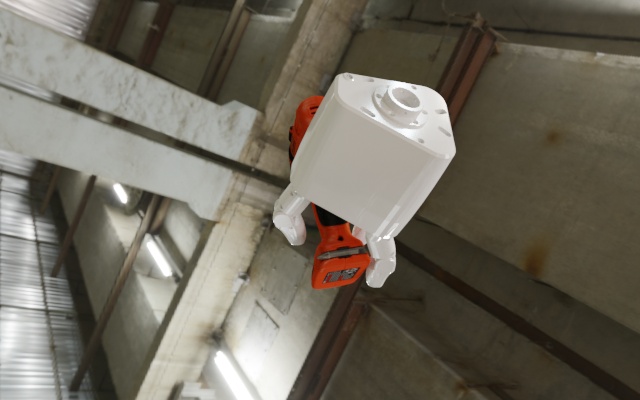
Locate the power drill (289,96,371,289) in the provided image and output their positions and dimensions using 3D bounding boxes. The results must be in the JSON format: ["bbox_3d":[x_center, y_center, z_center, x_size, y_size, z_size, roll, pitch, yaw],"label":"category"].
[{"bbox_3d":[0.000,0.002,0.548,0.057,0.187,0.184,-10,-19,-8],"label":"power drill"}]
